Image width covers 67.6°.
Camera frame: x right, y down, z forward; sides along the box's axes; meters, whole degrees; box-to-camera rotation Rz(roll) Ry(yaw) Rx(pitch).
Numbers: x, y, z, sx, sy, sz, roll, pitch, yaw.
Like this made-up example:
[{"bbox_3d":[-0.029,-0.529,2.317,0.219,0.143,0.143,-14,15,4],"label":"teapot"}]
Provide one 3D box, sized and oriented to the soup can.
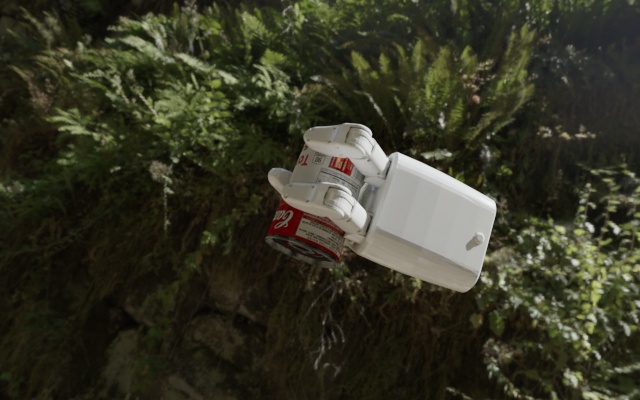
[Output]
[{"bbox_3d":[0.000,0.001,0.433,0.068,0.102,0.068,19,-17,6],"label":"soup can"}]
